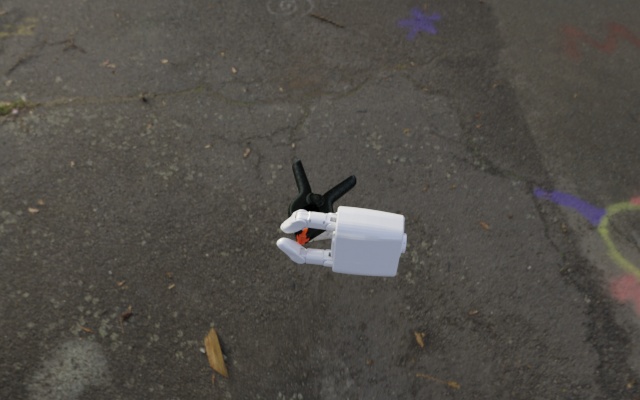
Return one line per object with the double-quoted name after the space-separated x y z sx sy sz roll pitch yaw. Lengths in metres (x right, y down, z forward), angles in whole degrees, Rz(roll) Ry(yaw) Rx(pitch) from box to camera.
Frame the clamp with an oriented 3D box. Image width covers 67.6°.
0.000 0.002 0.836 0.120 0.171 0.039 6 -34 2 "clamp"
